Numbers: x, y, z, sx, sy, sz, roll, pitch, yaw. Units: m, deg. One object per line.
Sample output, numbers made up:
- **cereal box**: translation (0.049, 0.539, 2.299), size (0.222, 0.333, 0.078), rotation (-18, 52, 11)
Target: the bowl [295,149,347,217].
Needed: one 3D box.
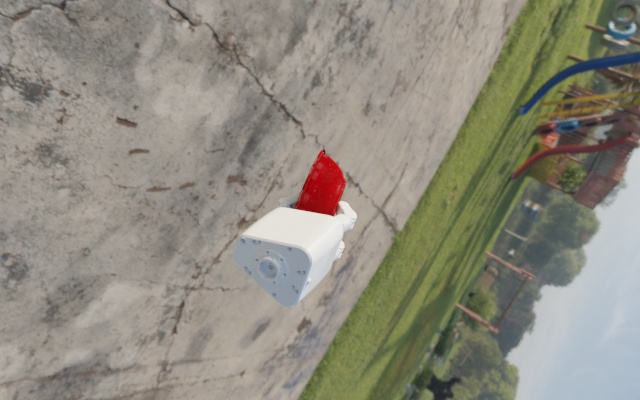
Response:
- **bowl**: translation (0.001, 0.002, 0.762), size (0.055, 0.162, 0.162), rotation (21, 1, 3)
